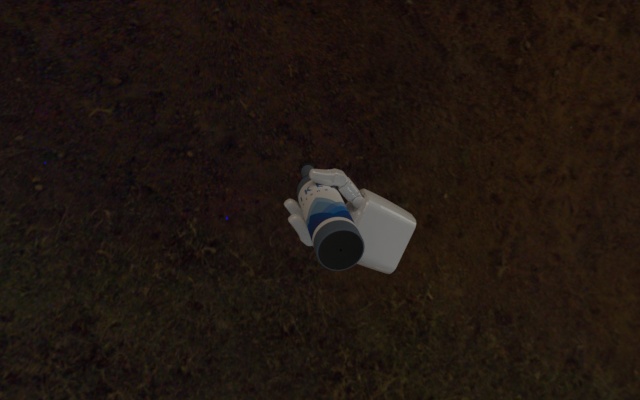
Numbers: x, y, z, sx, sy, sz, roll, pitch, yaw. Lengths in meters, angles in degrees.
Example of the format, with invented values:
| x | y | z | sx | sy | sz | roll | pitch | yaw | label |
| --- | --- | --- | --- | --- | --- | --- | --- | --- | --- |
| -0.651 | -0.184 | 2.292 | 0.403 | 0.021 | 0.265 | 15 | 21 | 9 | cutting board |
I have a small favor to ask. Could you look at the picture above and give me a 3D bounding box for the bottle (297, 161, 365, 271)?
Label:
| x | y | z | sx | sy | sz | roll | pitch | yaw | label |
| --- | --- | --- | --- | --- | --- | --- | --- | --- | --- |
| 0.000 | 0.003 | 0.767 | 0.069 | 0.069 | 0.295 | 0 | 26 | -12 | bottle |
